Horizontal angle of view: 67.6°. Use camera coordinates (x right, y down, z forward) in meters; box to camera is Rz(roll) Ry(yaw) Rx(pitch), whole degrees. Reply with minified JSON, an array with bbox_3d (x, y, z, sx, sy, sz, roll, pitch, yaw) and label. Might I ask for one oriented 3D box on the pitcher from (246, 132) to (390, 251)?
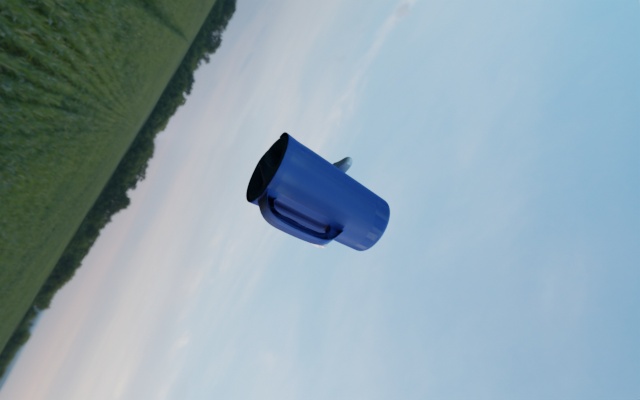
[{"bbox_3d":[0.000,0.003,0.837,0.243,0.149,0.145,29,-4,-22],"label":"pitcher"}]
